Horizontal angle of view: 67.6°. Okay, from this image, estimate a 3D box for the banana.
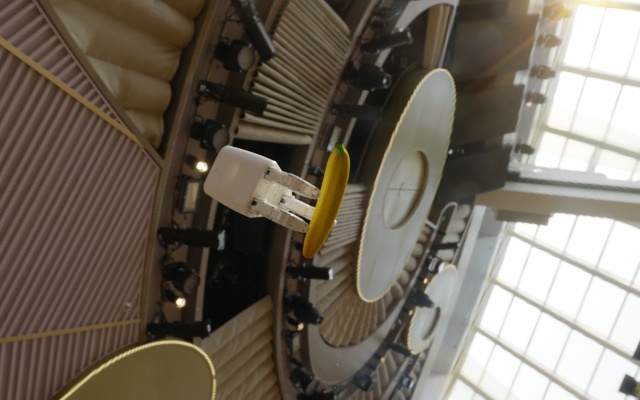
[{"bbox_3d":[0.010,-0.004,0.761,0.037,0.198,0.069,23,21,25],"label":"banana"}]
